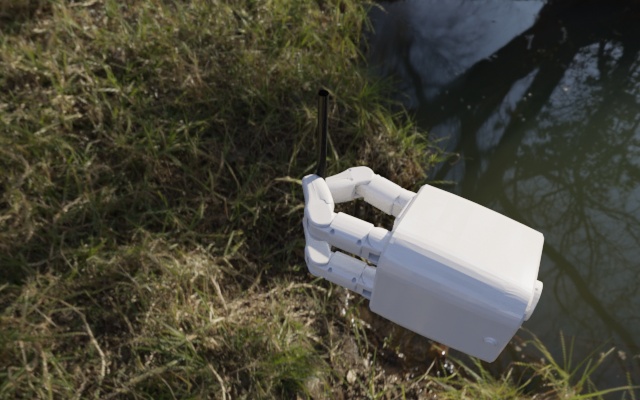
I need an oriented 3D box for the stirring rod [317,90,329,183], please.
[{"bbox_3d":[0.000,0.001,0.431,0.011,0.011,0.240,0,-40,-1],"label":"stirring rod"}]
